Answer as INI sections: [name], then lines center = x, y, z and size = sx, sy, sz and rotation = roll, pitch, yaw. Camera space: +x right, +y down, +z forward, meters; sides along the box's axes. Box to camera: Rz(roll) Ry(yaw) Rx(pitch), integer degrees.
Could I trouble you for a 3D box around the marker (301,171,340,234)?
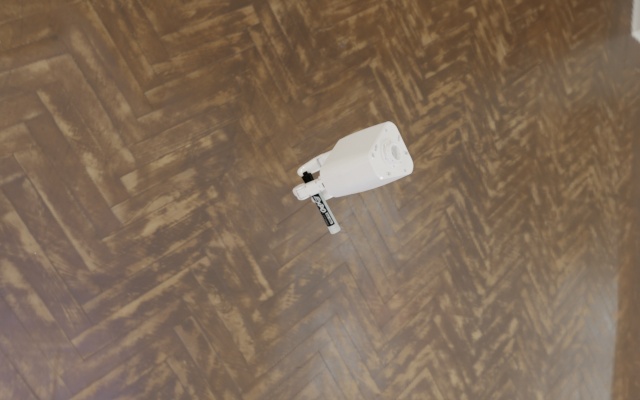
[marker]
center = 0.000, 0.003, 0.841
size = 0.020, 0.121, 0.020
rotation = -27, 10, 5
